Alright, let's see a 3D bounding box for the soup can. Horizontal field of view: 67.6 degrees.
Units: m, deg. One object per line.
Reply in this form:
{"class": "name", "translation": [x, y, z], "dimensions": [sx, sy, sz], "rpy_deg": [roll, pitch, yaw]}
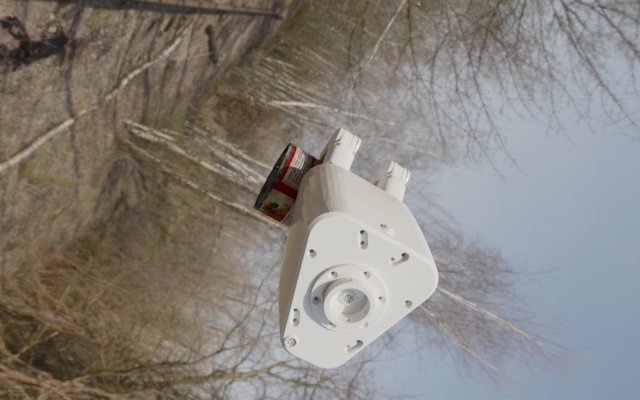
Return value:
{"class": "soup can", "translation": [0.000, 0.002, 0.436], "dimensions": [0.102, 0.068, 0.068], "rpy_deg": [29, -6, -11]}
